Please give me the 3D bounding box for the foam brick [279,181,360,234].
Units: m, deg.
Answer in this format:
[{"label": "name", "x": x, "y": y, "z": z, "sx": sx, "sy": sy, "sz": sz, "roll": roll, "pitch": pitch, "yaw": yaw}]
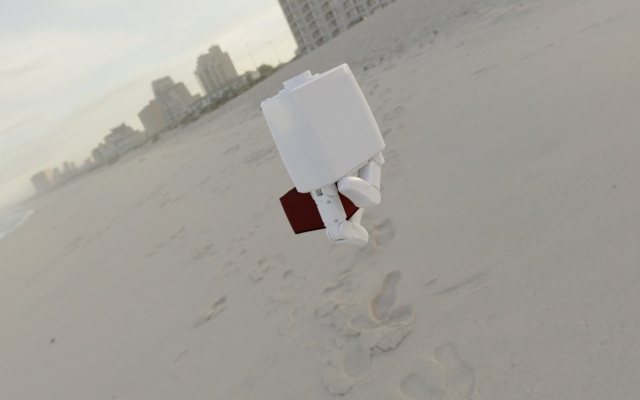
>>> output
[{"label": "foam brick", "x": 0.000, "y": 0.002, "z": 0.578, "sx": 0.078, "sy": 0.051, "sz": 0.053, "roll": -14, "pitch": 19, "yaw": 38}]
